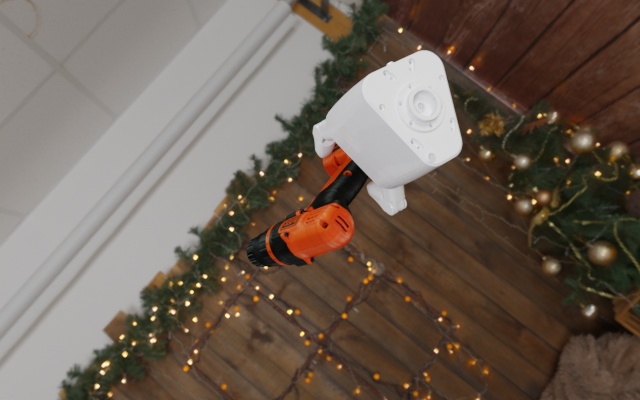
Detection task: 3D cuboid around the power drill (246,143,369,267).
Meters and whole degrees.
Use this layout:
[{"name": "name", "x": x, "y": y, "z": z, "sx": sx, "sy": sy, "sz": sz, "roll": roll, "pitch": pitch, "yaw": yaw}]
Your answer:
[{"name": "power drill", "x": 0.000, "y": 0.002, "z": 0.588, "sx": 0.057, "sy": 0.187, "sz": 0.184, "roll": 46, "pitch": -37, "yaw": -19}]
